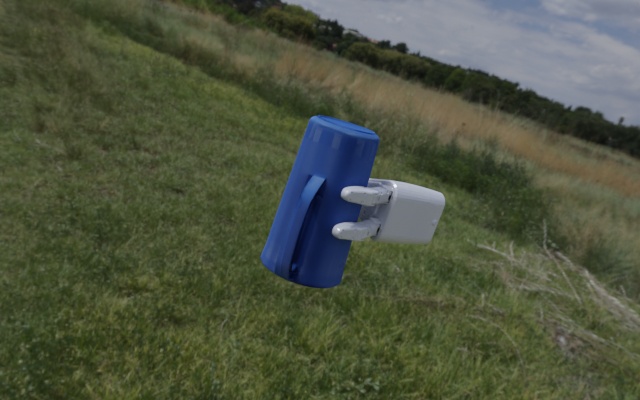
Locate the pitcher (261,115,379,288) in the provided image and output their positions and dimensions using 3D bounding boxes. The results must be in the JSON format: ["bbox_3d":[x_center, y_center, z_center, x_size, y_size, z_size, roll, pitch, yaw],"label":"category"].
[{"bbox_3d":[0.000,0.002,0.718,0.145,0.243,0.149,9,16,-28],"label":"pitcher"}]
